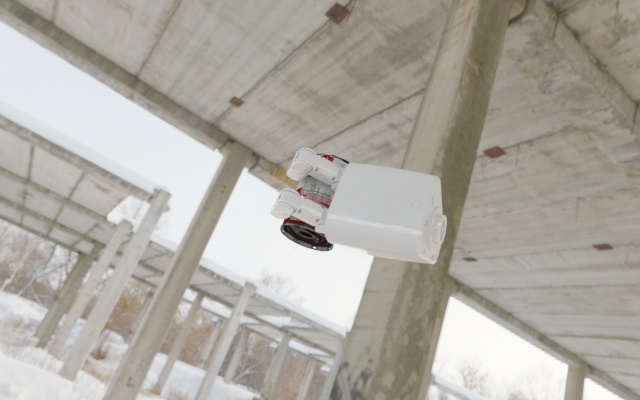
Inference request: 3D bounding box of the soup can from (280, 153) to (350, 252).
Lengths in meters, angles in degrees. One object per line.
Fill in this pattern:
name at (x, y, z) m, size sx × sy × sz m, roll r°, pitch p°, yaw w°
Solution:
soup can at (0.000, 0.002, 0.584) m, size 0.068 × 0.102 × 0.068 m, roll 18°, pitch -24°, yaw 8°
